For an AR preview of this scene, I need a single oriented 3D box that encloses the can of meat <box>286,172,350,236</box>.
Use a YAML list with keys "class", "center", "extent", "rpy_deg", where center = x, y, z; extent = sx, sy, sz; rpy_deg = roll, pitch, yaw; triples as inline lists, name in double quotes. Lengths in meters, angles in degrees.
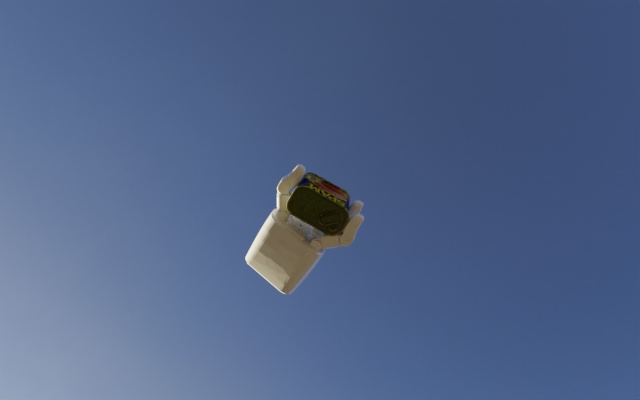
- class: "can of meat"
  center: [0.000, 0.002, 0.810]
  extent: [0.102, 0.057, 0.084]
  rpy_deg: [29, 22, -5]
